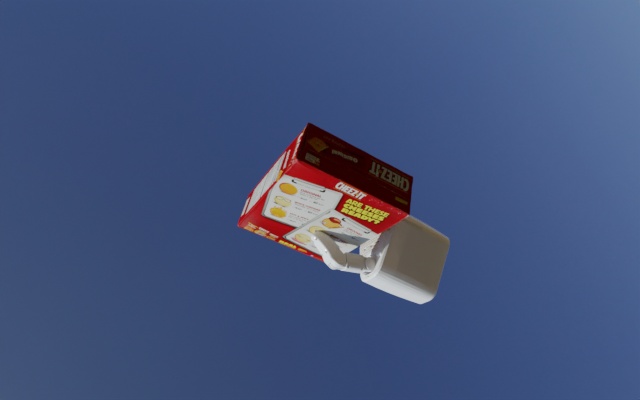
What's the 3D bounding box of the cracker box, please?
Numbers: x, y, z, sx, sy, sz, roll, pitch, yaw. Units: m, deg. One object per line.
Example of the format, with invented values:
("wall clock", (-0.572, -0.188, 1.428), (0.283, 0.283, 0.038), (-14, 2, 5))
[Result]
("cracker box", (0.000, 0.002, 0.671), (0.164, 0.072, 0.214), (25, -34, -17))
